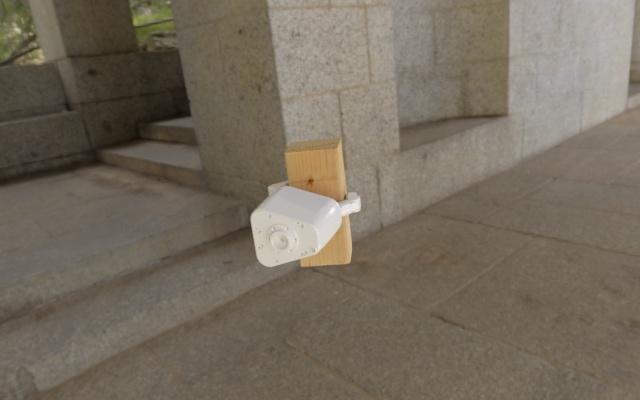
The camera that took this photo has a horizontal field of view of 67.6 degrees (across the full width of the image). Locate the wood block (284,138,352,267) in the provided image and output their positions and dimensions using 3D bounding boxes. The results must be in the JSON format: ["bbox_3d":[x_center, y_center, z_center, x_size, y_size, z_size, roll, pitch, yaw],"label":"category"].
[{"bbox_3d":[0.000,0.003,0.844,0.091,0.206,0.090,-4,18,8],"label":"wood block"}]
